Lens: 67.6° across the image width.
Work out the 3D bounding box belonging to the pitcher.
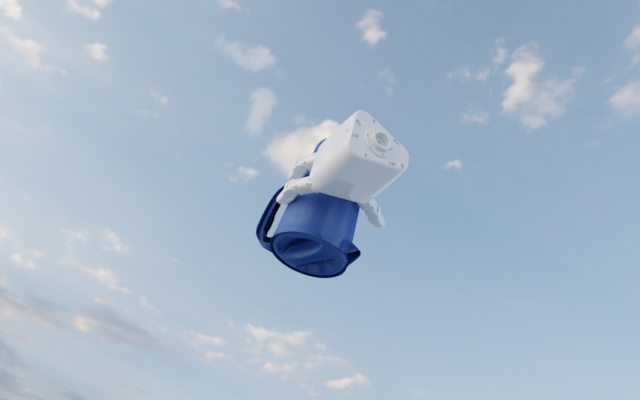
[{"bbox_3d":[0.000,0.003,0.844,0.149,0.242,0.145,31,-38,-16],"label":"pitcher"}]
